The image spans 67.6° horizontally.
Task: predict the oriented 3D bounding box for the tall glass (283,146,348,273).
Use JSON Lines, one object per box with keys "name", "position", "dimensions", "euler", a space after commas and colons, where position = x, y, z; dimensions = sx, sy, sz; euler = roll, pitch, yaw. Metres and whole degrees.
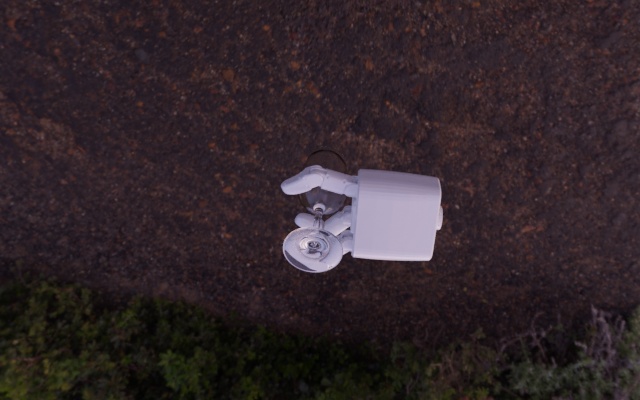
{"name": "tall glass", "position": [0.000, 0.003, 0.660], "dimensions": [0.079, 0.079, 0.201], "euler": [0, 37, 6]}
